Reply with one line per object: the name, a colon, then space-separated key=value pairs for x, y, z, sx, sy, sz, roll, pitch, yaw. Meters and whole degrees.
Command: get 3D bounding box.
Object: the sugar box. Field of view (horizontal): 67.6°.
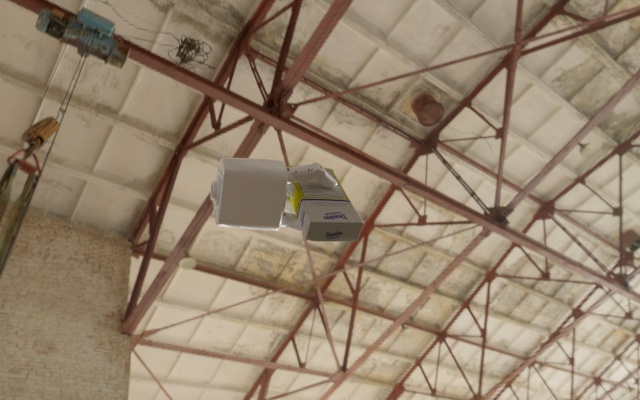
sugar box: x=0.000 y=0.003 z=0.829 sx=0.093 sy=0.048 sz=0.176 roll=2 pitch=35 yaw=-19
